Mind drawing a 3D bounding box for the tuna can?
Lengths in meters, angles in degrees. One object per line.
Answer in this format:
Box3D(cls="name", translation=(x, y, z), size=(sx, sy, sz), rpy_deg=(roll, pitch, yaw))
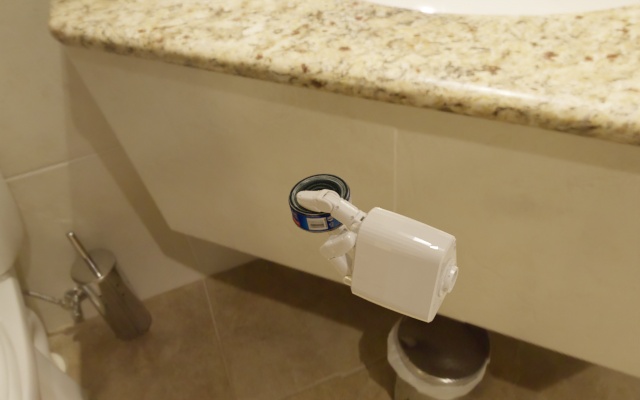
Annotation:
Box3D(cls="tuna can", translation=(0.000, 0.002, 0.650), size=(0.086, 0.034, 0.086), rpy_deg=(-7, 42, 6))
